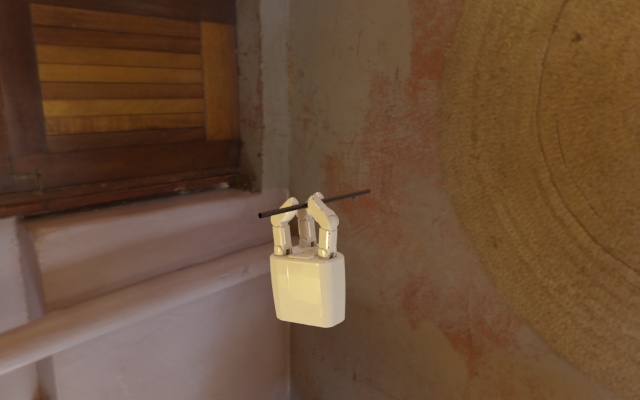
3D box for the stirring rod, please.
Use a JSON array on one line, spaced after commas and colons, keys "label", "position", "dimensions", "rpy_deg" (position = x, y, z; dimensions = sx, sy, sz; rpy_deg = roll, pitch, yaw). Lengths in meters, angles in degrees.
[{"label": "stirring rod", "position": [0.000, 0.003, 0.747], "dimensions": [0.011, 0.011, 0.239], "rpy_deg": [0, 9, 45]}]
